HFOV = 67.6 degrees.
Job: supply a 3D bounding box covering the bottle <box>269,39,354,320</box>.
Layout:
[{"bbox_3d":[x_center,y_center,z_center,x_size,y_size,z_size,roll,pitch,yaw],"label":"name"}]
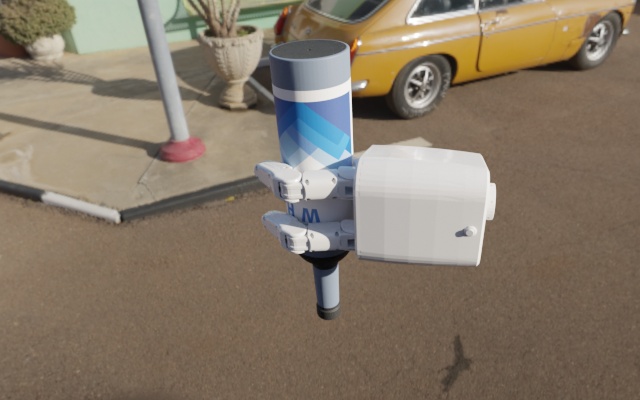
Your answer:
[{"bbox_3d":[0.000,0.001,0.466,0.069,0.296,0.069,-3,31,2],"label":"bottle"}]
